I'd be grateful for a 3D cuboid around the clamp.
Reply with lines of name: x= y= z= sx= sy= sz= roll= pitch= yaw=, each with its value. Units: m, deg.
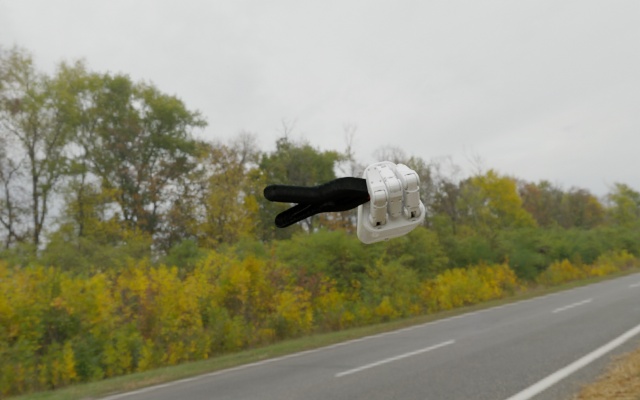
clamp: x=0.000 y=0.002 z=0.722 sx=0.171 sy=0.039 sz=0.120 roll=-5 pitch=-20 yaw=-8
